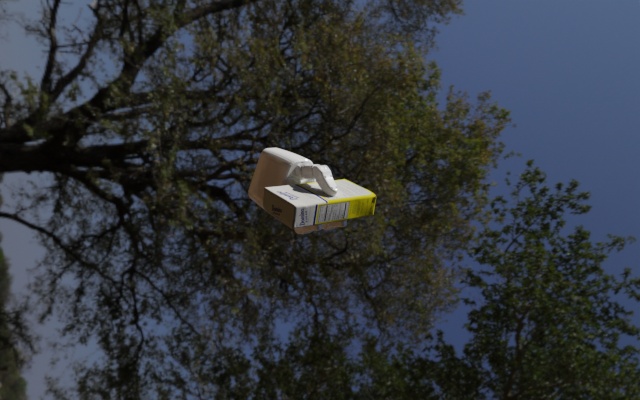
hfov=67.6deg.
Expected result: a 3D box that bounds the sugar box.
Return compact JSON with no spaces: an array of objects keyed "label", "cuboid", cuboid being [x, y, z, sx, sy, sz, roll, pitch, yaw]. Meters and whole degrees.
[{"label":"sugar box","cuboid":[0.000,0.003,0.810,0.176,0.048,0.093,-10,26,-36]}]
